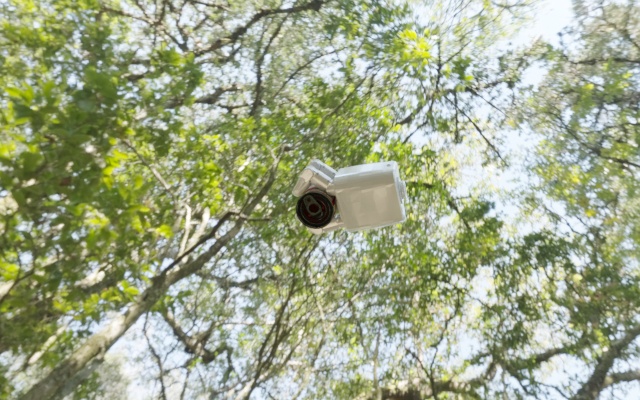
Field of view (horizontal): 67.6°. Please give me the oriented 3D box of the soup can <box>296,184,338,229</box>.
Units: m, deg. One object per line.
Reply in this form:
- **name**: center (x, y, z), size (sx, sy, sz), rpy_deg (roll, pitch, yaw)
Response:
- **soup can**: center (0.000, 0.003, 0.869), size (0.068, 0.068, 0.102), rpy_deg (0, 17, 12)
